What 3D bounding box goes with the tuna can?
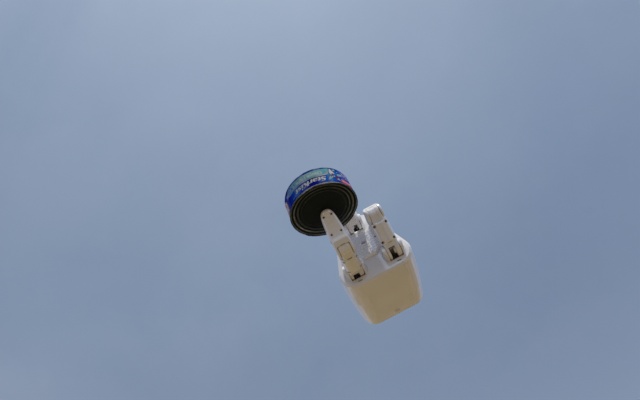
[{"bbox_3d":[0.000,0.001,0.585,0.086,0.086,0.033,0,40,-23],"label":"tuna can"}]
